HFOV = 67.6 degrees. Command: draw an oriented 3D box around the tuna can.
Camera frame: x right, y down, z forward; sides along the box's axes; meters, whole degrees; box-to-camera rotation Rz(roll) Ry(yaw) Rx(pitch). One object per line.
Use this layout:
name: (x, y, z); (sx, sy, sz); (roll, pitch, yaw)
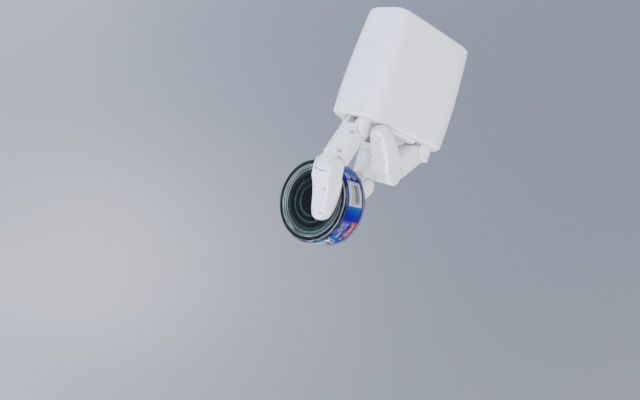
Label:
tuna can: (0.000, 0.002, 0.480); (0.086, 0.086, 0.034); (0, -8, 37)
